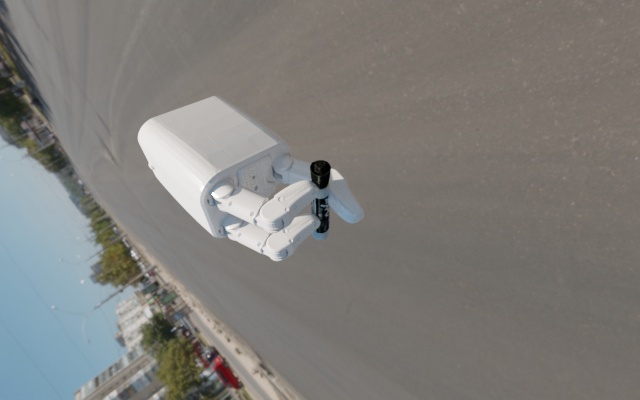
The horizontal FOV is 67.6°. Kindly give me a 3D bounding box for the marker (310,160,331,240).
[{"bbox_3d":[0.000,0.002,0.467,0.020,0.020,0.121,0,-34,0],"label":"marker"}]
